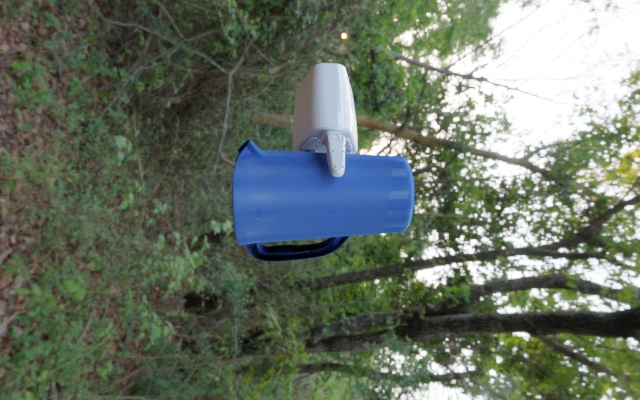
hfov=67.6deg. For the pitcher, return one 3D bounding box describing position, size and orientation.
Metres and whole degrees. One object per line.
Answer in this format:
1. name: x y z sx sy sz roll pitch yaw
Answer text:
1. pitcher: 0.000 0.002 0.671 0.243 0.145 0.149 -1 -17 -4
